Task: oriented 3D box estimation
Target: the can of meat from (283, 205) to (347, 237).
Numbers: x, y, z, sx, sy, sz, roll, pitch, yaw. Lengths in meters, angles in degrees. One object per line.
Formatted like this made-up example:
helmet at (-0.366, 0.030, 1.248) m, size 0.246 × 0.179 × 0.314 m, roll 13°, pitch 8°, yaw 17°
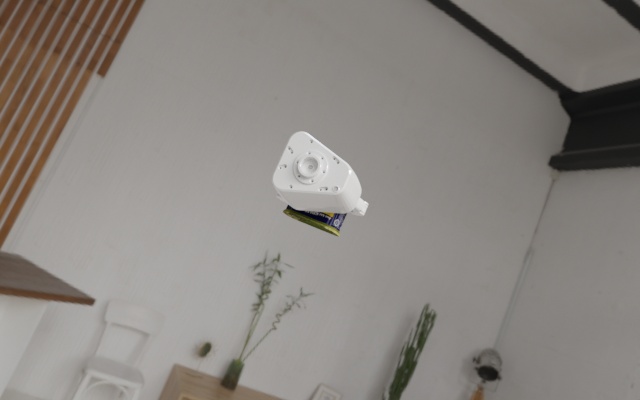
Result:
can of meat at (0.000, 0.002, 0.811) m, size 0.102 × 0.084 × 0.057 m, roll 21°, pitch -9°, yaw 19°
